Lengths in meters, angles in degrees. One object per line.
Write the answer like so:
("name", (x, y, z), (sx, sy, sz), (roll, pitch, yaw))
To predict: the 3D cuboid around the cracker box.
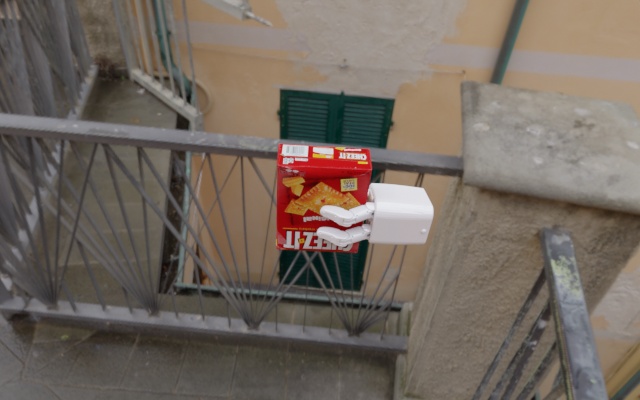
("cracker box", (0.000, 0.003, 0.889), (0.164, 0.214, 0.072), (3, 41, -2))
